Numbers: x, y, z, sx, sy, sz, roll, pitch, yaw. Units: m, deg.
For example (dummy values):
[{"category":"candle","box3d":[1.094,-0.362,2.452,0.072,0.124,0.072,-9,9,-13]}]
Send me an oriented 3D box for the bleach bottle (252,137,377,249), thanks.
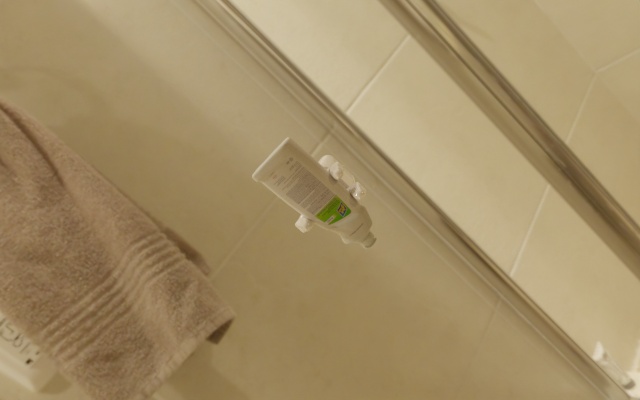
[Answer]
[{"category":"bleach bottle","box3d":[0.000,0.003,0.883,0.102,0.251,0.068,-43,11,19]}]
